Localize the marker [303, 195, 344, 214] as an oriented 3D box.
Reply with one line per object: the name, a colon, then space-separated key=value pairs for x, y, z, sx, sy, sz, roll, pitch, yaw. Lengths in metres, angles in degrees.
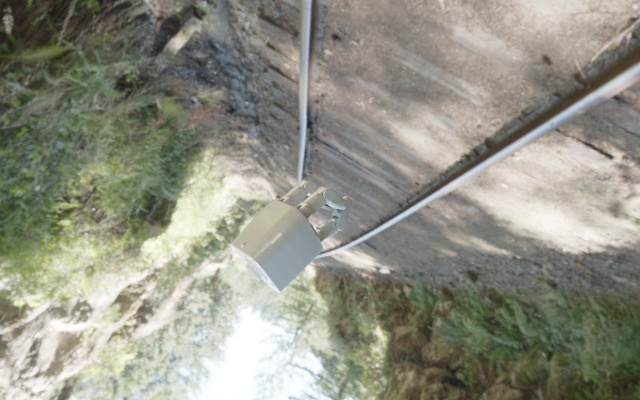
marker: x=0.000 y=0.003 z=0.850 sx=0.020 sy=0.020 sz=0.121 roll=0 pitch=11 yaw=-34
